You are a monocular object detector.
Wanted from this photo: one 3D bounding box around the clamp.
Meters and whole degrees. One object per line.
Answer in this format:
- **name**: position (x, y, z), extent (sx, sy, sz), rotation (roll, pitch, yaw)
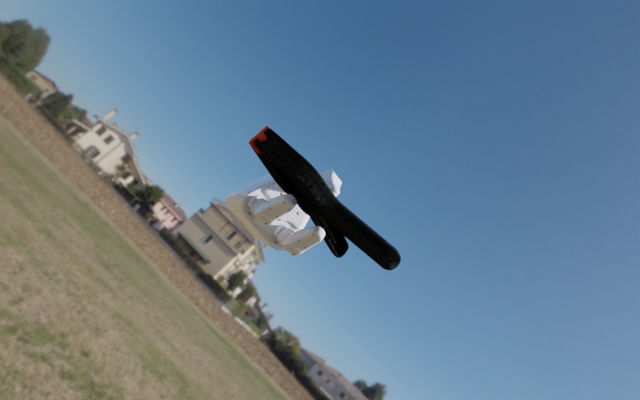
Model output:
- **clamp**: position (0.000, 0.001, 0.558), extent (0.036, 0.210, 0.164), rotation (-45, 19, -16)
